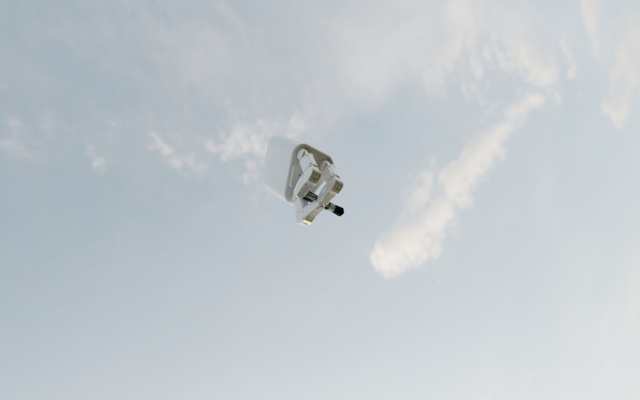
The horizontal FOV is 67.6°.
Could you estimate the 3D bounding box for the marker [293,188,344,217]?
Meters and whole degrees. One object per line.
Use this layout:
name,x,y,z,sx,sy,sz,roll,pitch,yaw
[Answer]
marker,0.000,0.003,0.874,0.121,0.020,0.020,26,-17,-39
